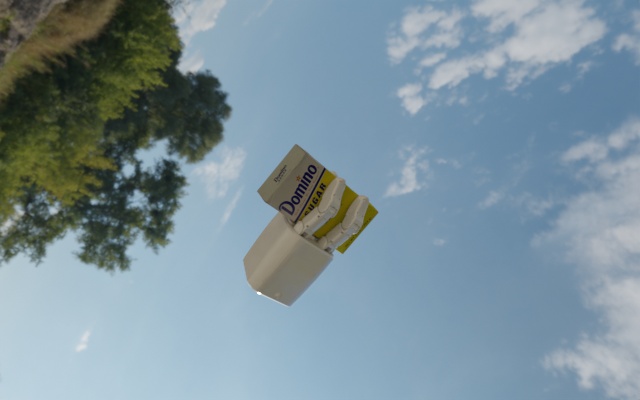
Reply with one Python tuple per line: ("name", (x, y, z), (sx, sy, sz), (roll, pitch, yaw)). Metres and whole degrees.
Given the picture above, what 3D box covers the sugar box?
("sugar box", (0.000, 0.003, 0.723), (0.176, 0.093, 0.048), (35, 6, -39))
